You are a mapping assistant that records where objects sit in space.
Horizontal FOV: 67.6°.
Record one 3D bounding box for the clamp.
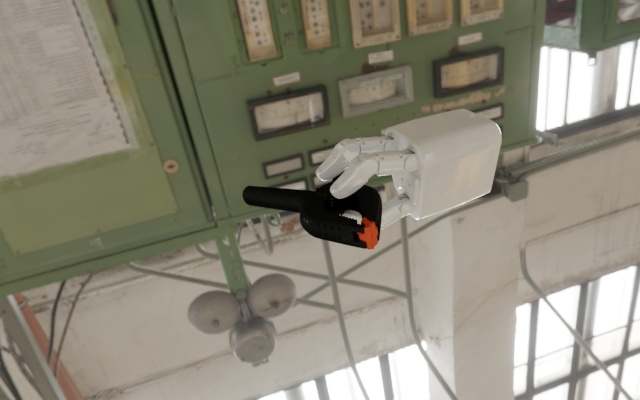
[{"bbox_3d":[0.001,0.003,0.562,0.164,0.036,0.210,-19,29,-10],"label":"clamp"}]
